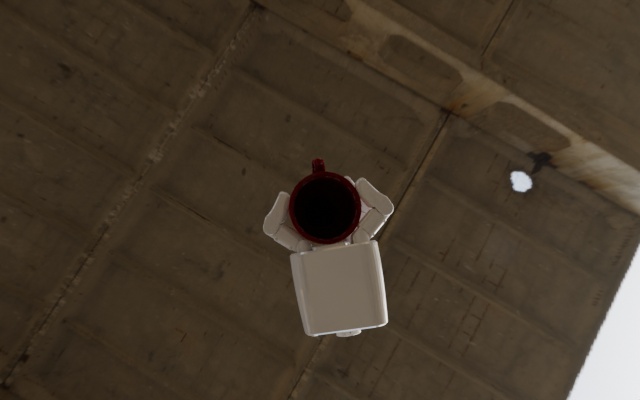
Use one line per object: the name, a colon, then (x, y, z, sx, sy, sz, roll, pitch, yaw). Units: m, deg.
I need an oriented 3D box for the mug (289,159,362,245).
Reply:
mug: (0.000, 0.001, 0.643, 0.093, 0.117, 0.081, -8, -6, -7)
